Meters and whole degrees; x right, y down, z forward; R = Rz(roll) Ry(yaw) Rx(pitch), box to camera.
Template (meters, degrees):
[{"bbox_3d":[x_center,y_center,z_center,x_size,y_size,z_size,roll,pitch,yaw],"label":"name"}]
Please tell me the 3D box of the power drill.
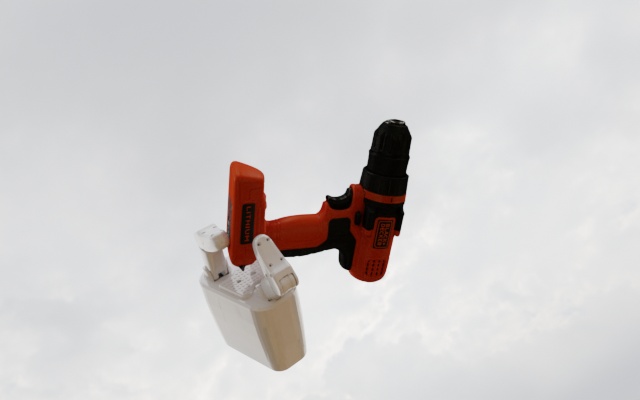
[{"bbox_3d":[0.000,0.002,0.496,0.187,0.184,0.057,2,20,-16],"label":"power drill"}]
